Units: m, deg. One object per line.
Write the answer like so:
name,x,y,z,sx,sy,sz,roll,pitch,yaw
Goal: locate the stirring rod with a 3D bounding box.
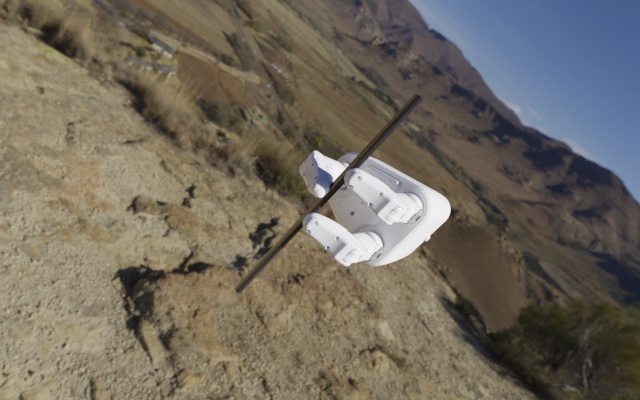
stirring rod,0.000,0.001,0.414,0.239,0.011,0.011,-47,-18,18
